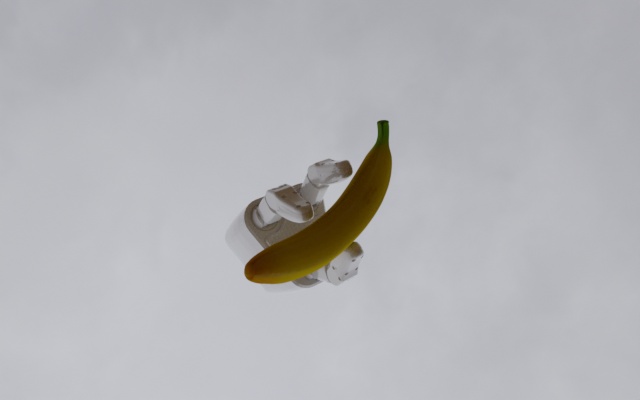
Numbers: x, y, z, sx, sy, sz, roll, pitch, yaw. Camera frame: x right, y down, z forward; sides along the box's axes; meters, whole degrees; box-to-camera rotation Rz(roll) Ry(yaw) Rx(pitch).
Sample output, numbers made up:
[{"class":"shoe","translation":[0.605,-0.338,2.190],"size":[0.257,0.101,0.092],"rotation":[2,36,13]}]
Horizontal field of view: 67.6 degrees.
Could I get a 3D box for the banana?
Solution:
[{"class":"banana","translation":[0.011,0.013,0.424],"size":[0.037,0.070,0.197],"rotation":[3,45,50]}]
